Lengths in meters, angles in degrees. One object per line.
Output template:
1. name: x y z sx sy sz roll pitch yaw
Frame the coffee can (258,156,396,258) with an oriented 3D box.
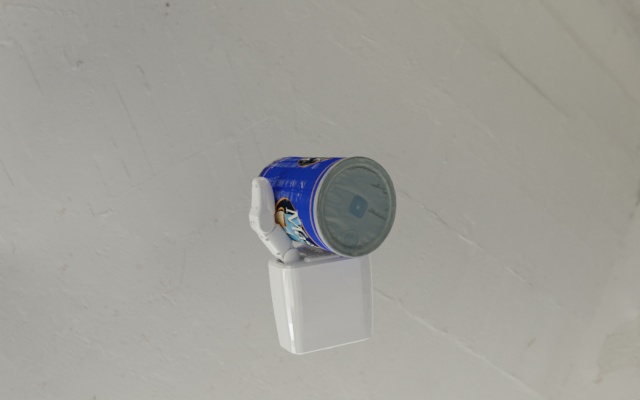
1. coffee can: 0.000 0.002 0.537 0.103 0.103 0.140 0 4 -34
